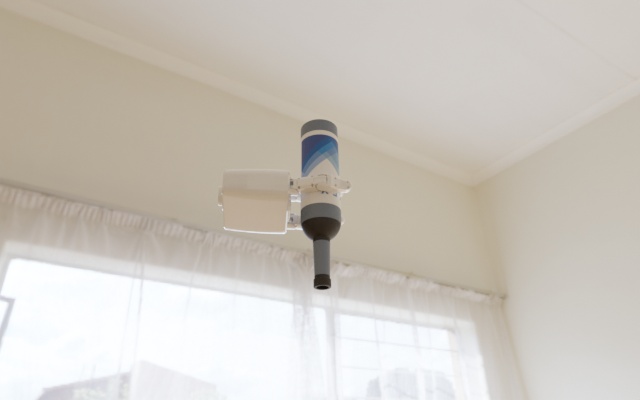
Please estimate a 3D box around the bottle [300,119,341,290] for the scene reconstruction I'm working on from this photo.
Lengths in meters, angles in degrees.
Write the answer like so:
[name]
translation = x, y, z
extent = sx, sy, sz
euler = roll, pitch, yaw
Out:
[bottle]
translation = 0.000, 0.002, 0.793
extent = 0.069, 0.295, 0.069
euler = -1, -28, -1
